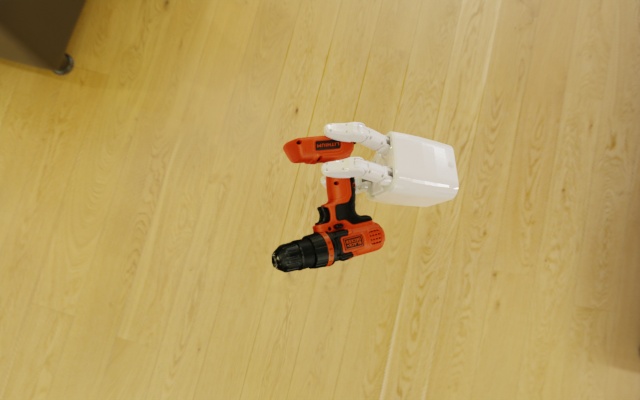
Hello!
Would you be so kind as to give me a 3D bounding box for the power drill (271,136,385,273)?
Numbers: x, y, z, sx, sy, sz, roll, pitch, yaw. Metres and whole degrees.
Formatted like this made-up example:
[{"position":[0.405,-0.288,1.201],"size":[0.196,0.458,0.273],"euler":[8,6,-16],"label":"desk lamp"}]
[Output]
[{"position":[0.000,0.002,0.698],"size":[0.184,0.187,0.057],"euler":[-10,-1,-32],"label":"power drill"}]
